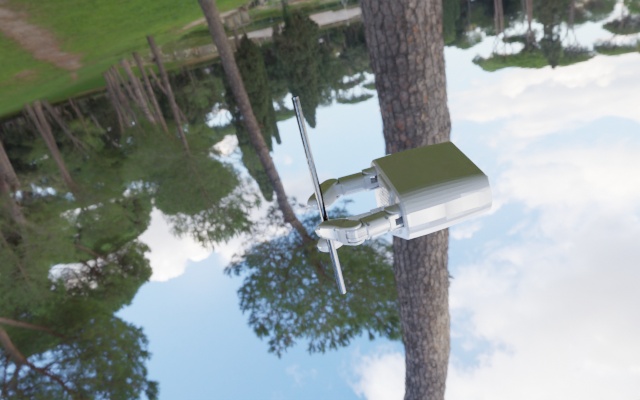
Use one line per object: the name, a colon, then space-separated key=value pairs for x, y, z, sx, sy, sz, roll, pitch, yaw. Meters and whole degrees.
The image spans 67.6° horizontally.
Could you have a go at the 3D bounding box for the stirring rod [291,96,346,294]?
stirring rod: x=0.000 y=0.002 z=0.540 sx=0.011 sy=0.240 sz=0.011 roll=-12 pitch=20 yaw=4
